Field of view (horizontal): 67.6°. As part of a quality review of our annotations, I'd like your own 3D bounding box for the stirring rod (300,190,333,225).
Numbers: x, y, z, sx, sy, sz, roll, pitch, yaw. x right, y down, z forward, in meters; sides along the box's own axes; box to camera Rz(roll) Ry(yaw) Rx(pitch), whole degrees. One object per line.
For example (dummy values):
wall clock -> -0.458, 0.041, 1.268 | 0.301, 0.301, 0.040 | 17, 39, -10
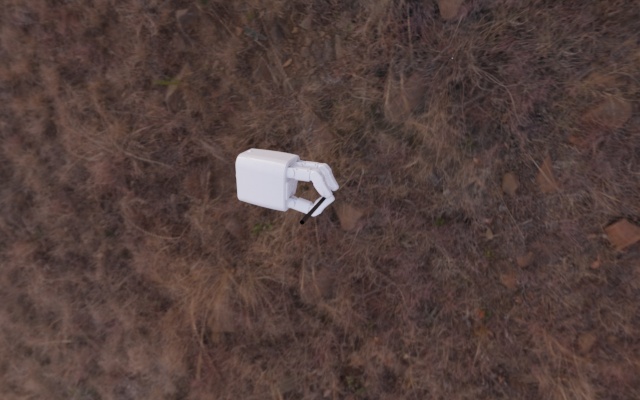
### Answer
stirring rod -> 0.000, 0.003, 0.898 | 0.011, 0.011, 0.239 | 0, 16, 15
